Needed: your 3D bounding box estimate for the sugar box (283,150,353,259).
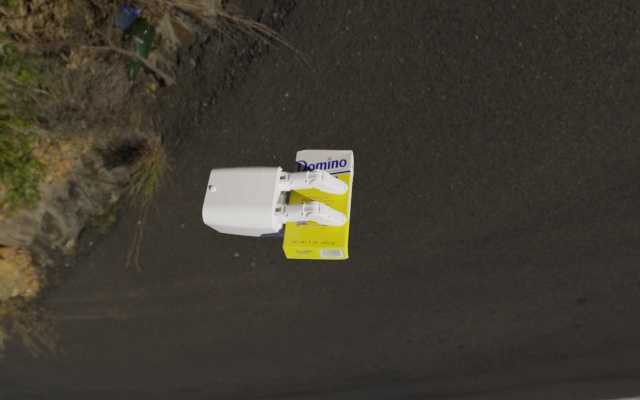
[{"bbox_3d":[0.000,0.002,0.732,0.093,0.176,0.048,1,-30,7],"label":"sugar box"}]
